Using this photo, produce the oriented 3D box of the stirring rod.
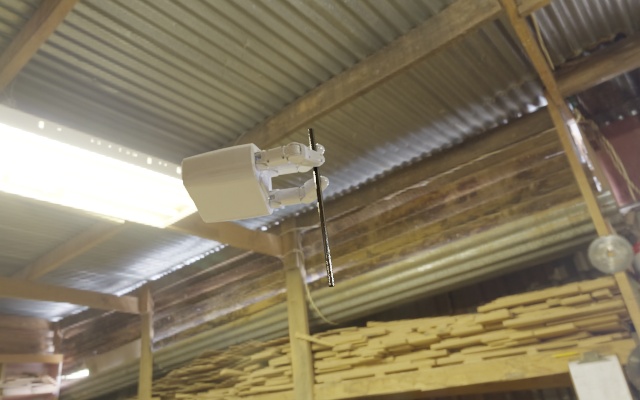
[{"bbox_3d":[0.000,0.002,0.664,0.011,0.239,0.011,-6,-25,-3],"label":"stirring rod"}]
